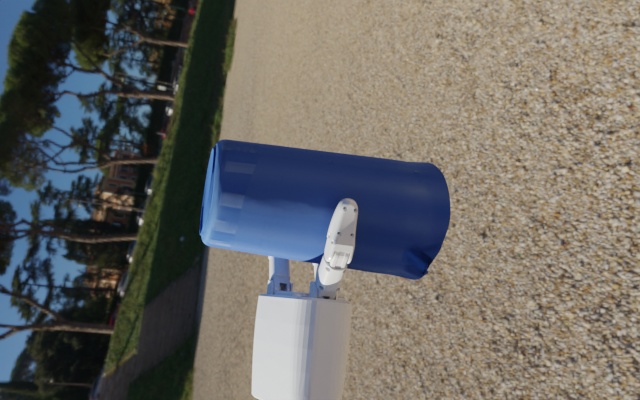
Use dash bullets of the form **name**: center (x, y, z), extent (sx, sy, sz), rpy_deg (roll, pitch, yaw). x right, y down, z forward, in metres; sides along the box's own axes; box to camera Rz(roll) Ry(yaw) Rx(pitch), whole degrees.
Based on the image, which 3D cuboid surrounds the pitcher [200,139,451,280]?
- **pitcher**: center (0.000, 0.002, 0.516), extent (0.243, 0.145, 0.149), rpy_deg (9, -10, -17)
